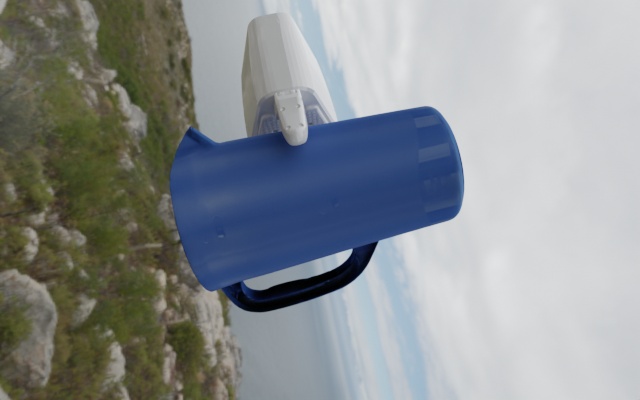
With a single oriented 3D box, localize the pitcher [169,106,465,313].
[{"bbox_3d":[0.000,0.001,0.441,0.243,0.145,0.149,-13,-27,-1],"label":"pitcher"}]
